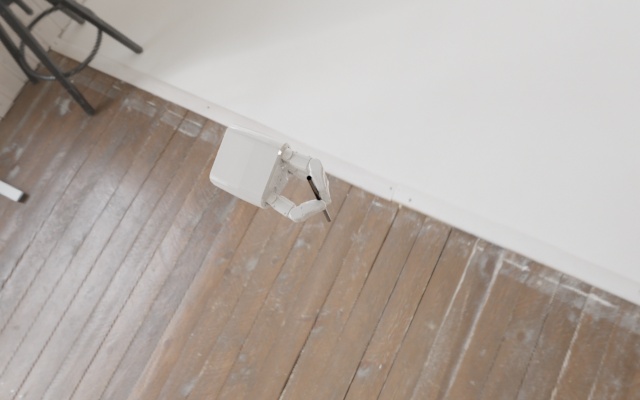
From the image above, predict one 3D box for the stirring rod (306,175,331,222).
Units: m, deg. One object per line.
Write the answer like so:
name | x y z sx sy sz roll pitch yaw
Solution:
stirring rod | 0.000 0.003 0.789 0.011 0.011 0.240 0 -17 8
